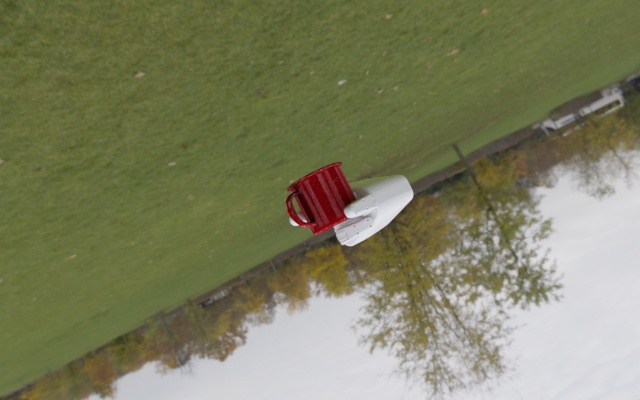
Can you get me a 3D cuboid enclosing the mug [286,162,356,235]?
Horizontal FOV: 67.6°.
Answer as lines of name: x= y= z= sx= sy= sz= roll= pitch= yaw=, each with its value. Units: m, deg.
mug: x=-0.001 y=0.003 z=0.709 sx=0.117 sy=0.081 sz=0.093 roll=-23 pitch=-6 yaw=-42
